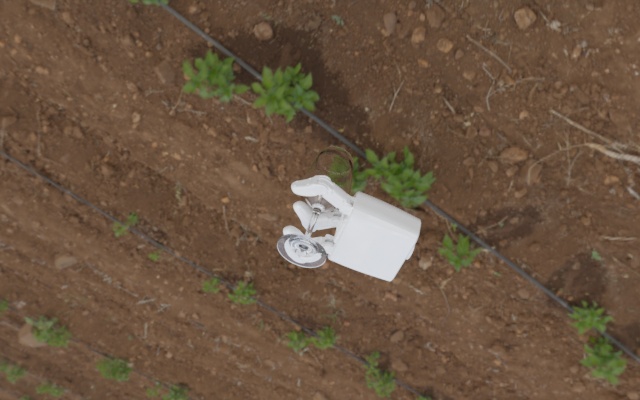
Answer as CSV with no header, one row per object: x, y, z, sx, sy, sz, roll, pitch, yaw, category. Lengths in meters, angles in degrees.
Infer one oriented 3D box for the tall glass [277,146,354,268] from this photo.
0.000,0.003,0.740,0.079,0.201,0.079,11,-42,10,tall glass
